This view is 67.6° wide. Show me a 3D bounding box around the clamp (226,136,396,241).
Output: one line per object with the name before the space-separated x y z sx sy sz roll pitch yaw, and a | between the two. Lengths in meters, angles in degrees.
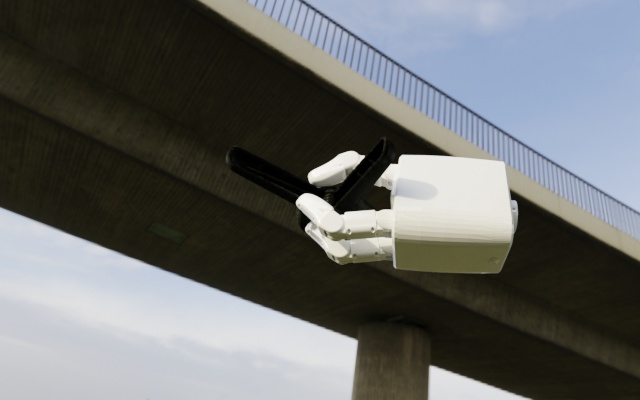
clamp | 0.001 0.001 0.518 0.164 0.036 0.210 3 -31 12
